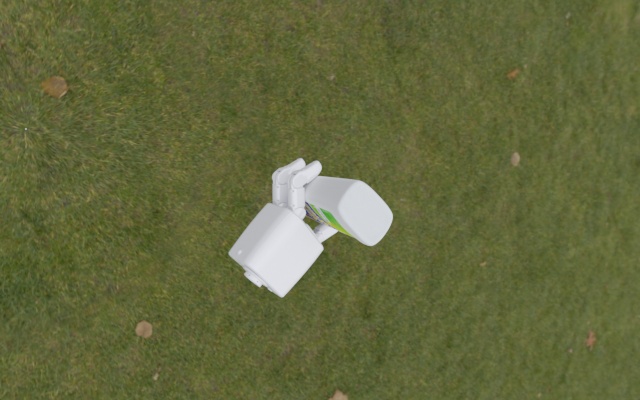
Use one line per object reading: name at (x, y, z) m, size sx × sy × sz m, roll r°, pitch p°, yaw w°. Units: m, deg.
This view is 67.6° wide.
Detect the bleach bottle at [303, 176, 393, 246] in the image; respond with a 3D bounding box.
bleach bottle at (0.000, 0.002, 0.782) m, size 0.103 × 0.068 × 0.251 m, roll 46°, pitch -17°, yaw -28°
